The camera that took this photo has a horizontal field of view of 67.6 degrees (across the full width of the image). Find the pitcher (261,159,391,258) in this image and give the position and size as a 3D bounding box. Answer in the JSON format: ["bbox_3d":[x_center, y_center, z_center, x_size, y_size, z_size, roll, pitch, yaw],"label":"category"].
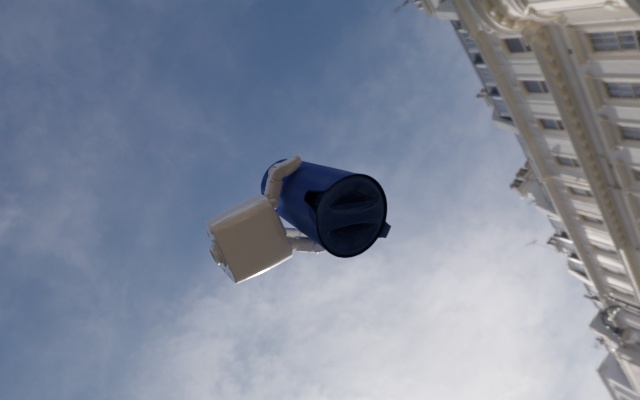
[{"bbox_3d":[0.000,0.003,0.826,0.145,0.149,0.242,-28,26,-22],"label":"pitcher"}]
